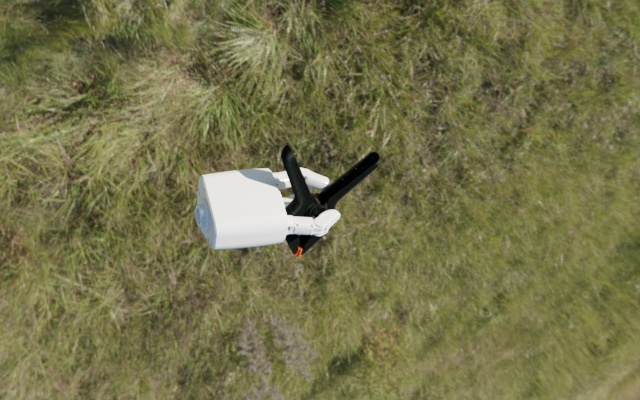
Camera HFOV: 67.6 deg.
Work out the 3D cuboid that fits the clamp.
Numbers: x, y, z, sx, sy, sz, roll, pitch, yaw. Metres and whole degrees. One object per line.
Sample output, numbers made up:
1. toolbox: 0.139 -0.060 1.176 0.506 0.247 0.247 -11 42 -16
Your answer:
1. clamp: 0.000 0.003 0.746 0.164 0.210 0.036 -4 41 -25
